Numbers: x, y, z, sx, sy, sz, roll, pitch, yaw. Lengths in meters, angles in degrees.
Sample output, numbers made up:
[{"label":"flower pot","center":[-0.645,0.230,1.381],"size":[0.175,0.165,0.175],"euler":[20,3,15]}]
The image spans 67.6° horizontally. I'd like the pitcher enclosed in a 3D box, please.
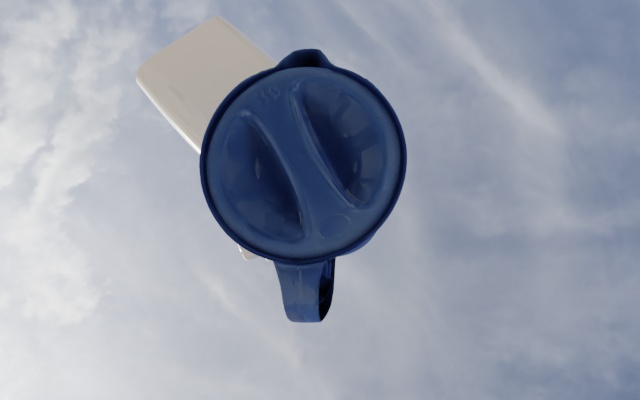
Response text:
[{"label":"pitcher","center":[0.000,0.001,0.412],"size":[0.145,0.149,0.243],"euler":[44,-2,11]}]
